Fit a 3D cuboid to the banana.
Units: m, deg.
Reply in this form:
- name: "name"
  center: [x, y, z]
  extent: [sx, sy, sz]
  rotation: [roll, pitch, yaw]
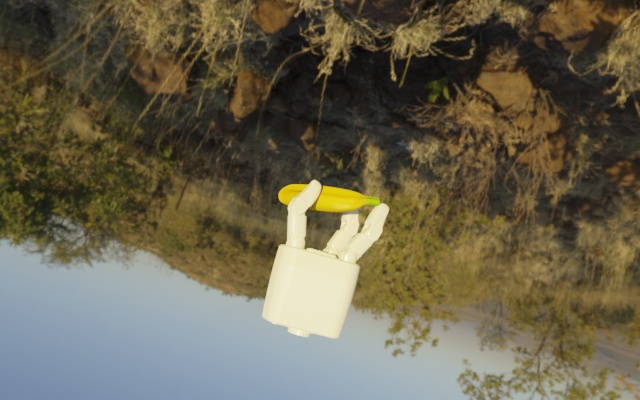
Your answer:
- name: "banana"
  center: [-0.009, -0.002, 0.735]
  extent: [0.198, 0.037, 0.070]
  rotation: [7, -10, 41]
